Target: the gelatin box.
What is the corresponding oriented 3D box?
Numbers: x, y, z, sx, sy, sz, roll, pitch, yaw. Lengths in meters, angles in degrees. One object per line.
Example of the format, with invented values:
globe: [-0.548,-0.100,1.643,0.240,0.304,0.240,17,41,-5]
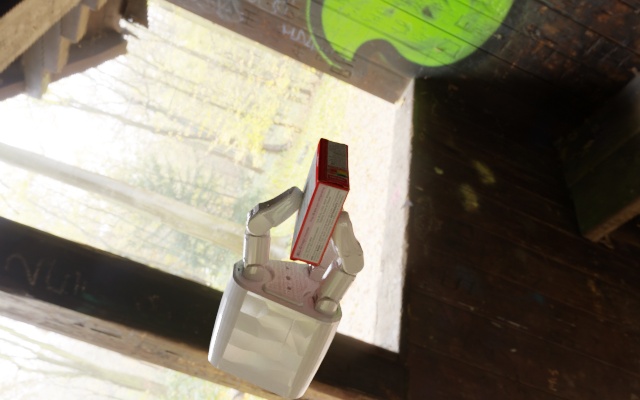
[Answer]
gelatin box: [0.000,0.001,0.419,0.030,0.089,0.073,14,34,-7]
